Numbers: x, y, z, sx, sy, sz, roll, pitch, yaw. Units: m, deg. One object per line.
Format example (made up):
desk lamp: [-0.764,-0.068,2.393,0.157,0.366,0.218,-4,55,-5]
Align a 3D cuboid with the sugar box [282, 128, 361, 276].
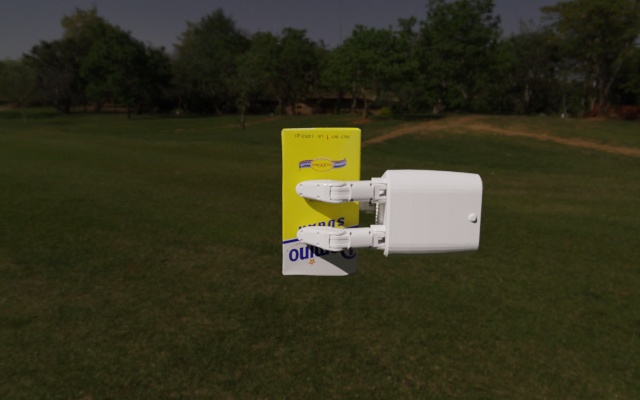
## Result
sugar box: [0.000,0.002,0.575,0.093,0.176,0.048,0,9,-1]
